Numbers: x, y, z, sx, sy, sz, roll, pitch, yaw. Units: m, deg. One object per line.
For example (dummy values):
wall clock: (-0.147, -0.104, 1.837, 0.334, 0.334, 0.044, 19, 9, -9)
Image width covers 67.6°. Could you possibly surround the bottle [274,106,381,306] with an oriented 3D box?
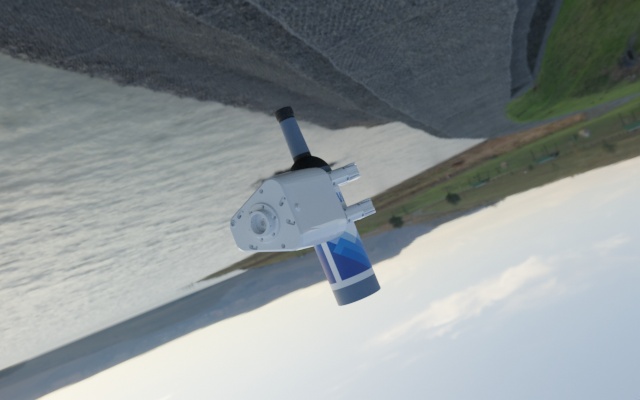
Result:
bottle: (0.000, 0.003, 0.693, 0.069, 0.295, 0.069, -22, -5, -2)
